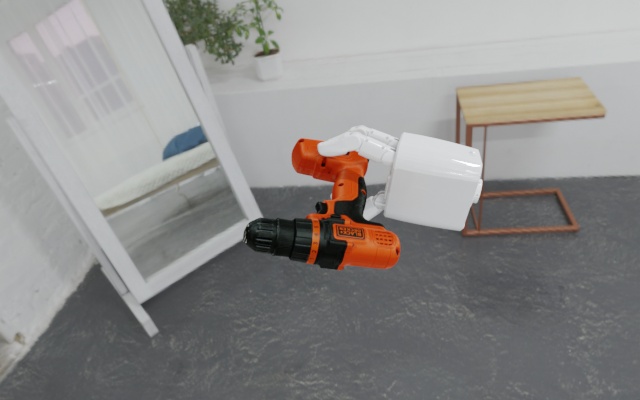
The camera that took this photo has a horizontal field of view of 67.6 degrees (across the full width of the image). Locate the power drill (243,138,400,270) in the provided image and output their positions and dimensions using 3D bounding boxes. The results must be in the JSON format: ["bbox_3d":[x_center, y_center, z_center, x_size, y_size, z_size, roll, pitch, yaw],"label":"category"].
[{"bbox_3d":[0.000,0.002,0.604,0.184,0.187,0.057,9,-45,-12],"label":"power drill"}]
